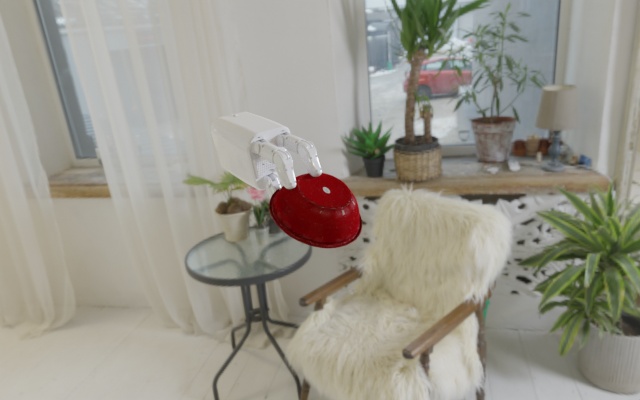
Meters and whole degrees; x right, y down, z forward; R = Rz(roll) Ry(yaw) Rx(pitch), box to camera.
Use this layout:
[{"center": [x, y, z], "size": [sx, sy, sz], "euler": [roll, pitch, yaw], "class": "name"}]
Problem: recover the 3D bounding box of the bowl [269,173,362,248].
[{"center": [0.001, 0.003, 0.785], "size": [0.162, 0.055, 0.162], "euler": [13, 38, -10], "class": "bowl"}]
